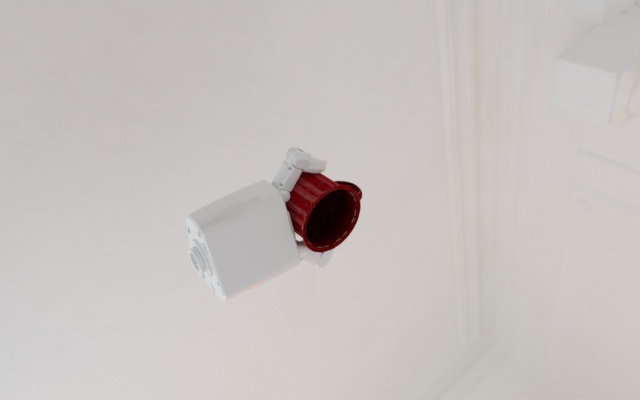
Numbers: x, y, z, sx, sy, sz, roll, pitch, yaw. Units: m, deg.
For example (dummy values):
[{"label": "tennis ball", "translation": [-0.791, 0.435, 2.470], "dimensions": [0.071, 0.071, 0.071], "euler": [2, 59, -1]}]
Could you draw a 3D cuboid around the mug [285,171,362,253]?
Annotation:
[{"label": "mug", "translation": [0.001, 0.001, 0.619], "dimensions": [0.117, 0.093, 0.081], "euler": [-27, 41, -28]}]
